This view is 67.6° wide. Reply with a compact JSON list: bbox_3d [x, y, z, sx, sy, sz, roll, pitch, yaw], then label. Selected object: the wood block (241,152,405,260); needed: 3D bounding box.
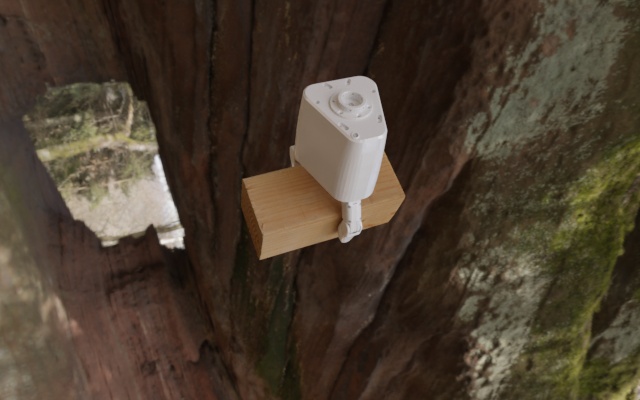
[{"bbox_3d":[0.000,0.002,0.677,0.206,0.090,0.090,-15,-23,-17],"label":"wood block"}]
